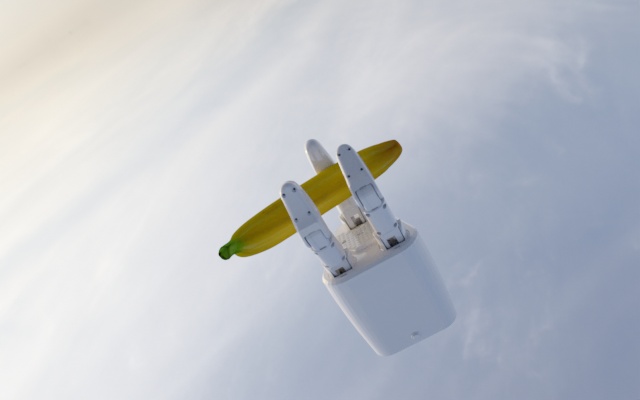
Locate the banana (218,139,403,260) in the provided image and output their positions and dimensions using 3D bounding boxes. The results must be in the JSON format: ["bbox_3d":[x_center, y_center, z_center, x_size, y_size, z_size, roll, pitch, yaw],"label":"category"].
[{"bbox_3d":[-0.009,0.002,0.456,0.198,0.037,0.069,-34,13,-15],"label":"banana"}]
